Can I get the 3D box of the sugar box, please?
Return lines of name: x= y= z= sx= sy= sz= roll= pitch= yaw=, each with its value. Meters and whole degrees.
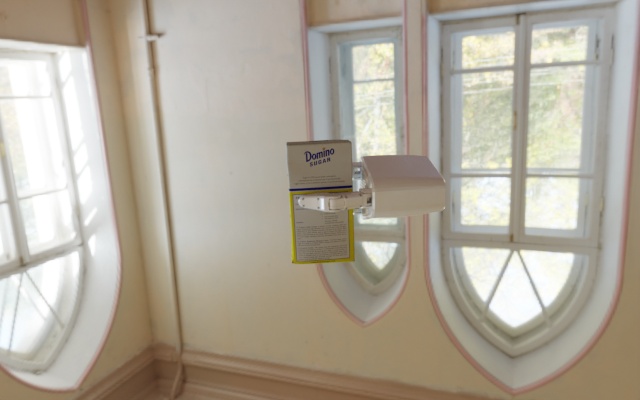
sugar box: x=0.000 y=0.002 z=0.690 sx=0.093 sy=0.176 sz=0.048 roll=-3 pitch=12 yaw=-4
